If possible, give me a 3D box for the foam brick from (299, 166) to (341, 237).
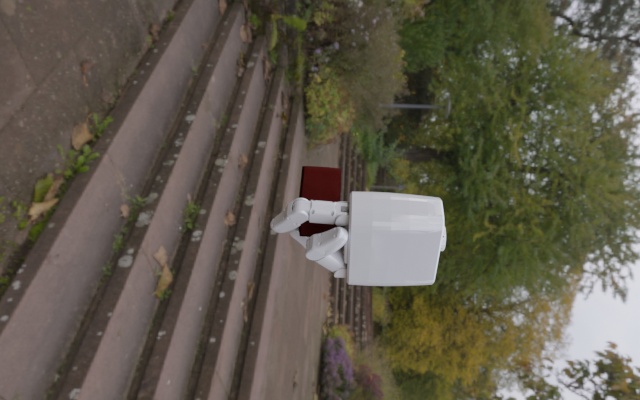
[{"bbox_3d":[0.000,0.002,0.608,0.051,0.078,0.053,2,-39,3],"label":"foam brick"}]
